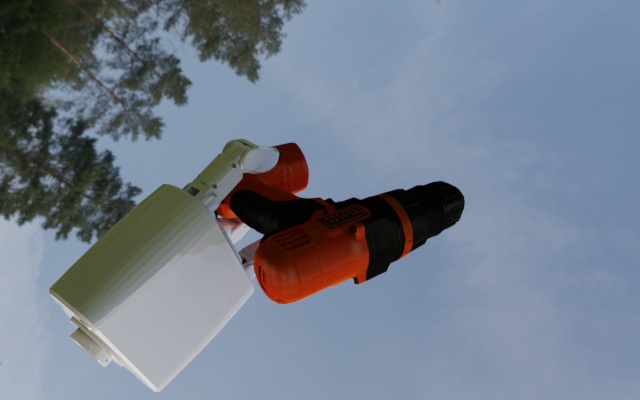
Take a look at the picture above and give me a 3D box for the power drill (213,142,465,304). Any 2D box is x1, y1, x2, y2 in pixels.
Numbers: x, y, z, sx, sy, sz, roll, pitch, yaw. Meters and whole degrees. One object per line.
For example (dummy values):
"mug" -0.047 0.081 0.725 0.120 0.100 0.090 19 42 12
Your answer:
"power drill" 0.000 0.001 0.406 0.184 0.057 0.187 -18 28 -30
